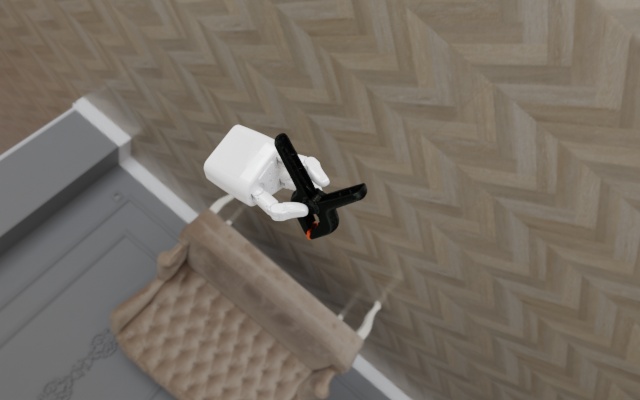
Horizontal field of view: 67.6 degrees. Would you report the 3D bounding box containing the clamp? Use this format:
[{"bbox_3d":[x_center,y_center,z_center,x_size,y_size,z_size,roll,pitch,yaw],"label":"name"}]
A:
[{"bbox_3d":[-0.001,0.003,0.766,0.164,0.210,0.036,31,57,24],"label":"clamp"}]
